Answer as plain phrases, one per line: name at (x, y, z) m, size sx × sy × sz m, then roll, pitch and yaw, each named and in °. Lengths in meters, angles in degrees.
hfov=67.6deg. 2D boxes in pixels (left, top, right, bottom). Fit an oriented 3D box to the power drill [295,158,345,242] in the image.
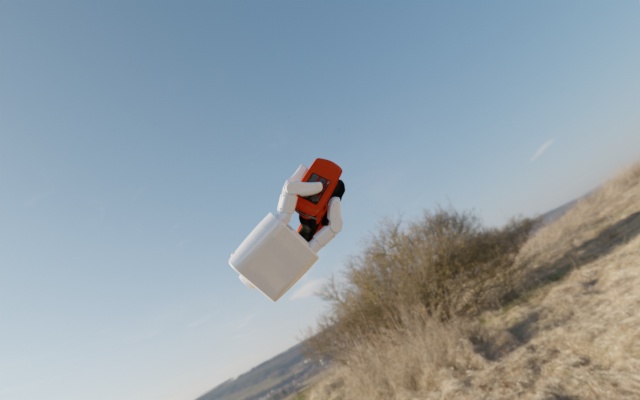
power drill at (0.000, 0.003, 0.876) m, size 0.057 × 0.184 × 0.188 m, roll 23°, pitch -25°, yaw 11°
